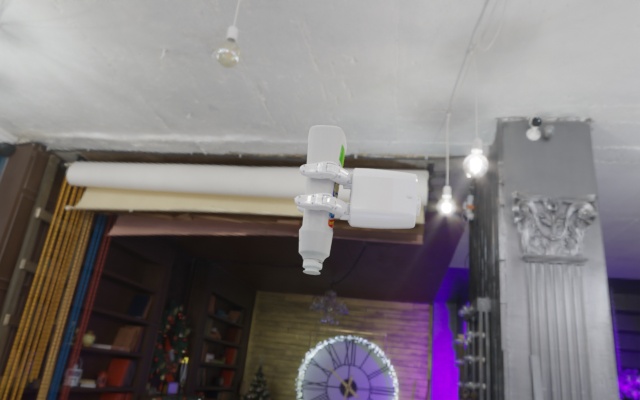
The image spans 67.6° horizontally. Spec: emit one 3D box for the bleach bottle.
[{"bbox_3d":[0.000,0.003,0.819,0.068,0.250,0.103,4,-20,7],"label":"bleach bottle"}]
